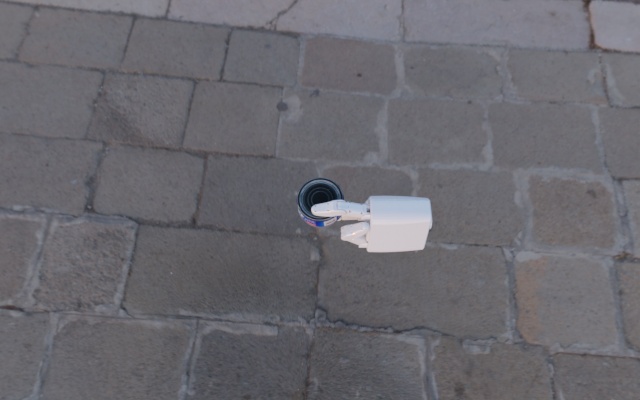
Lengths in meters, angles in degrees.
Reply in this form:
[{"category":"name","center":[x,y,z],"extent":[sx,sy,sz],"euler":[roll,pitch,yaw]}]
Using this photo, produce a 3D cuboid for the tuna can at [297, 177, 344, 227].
[{"category":"tuna can","center":[0.000,0.003,0.858],"extent":[0.086,0.086,0.034],"euler":[0,-21,3]}]
